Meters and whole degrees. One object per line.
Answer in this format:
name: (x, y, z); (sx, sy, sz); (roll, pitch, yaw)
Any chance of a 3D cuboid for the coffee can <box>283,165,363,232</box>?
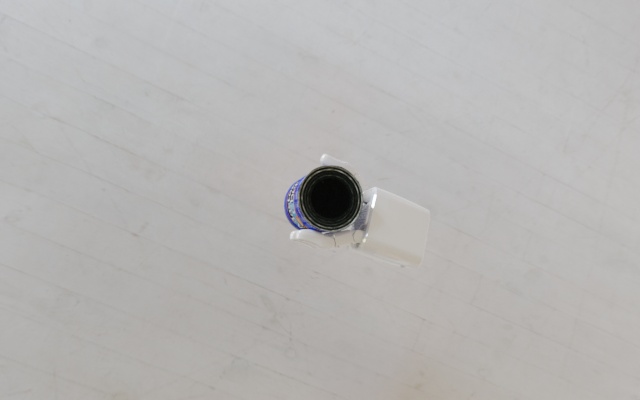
coffee can: (0.000, 0.002, 0.785); (0.103, 0.103, 0.140); (0, -5, -13)
